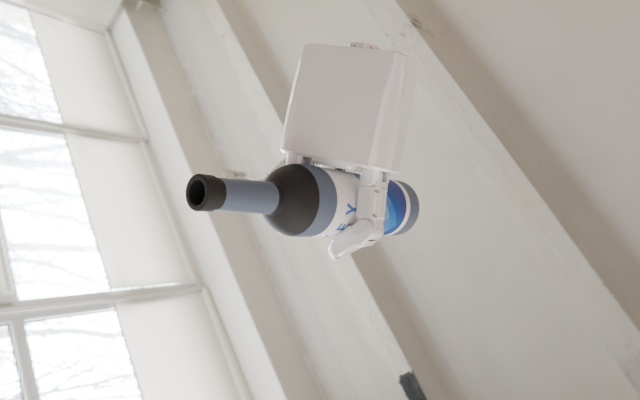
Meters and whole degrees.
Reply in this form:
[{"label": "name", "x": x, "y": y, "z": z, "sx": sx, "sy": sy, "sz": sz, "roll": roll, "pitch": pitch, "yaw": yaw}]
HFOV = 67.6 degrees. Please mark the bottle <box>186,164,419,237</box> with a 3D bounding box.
[{"label": "bottle", "x": 0.000, "y": 0.002, "z": 0.461, "sx": 0.069, "sy": 0.069, "sz": 0.296, "roll": 0, "pitch": -3, "yaw": 38}]
